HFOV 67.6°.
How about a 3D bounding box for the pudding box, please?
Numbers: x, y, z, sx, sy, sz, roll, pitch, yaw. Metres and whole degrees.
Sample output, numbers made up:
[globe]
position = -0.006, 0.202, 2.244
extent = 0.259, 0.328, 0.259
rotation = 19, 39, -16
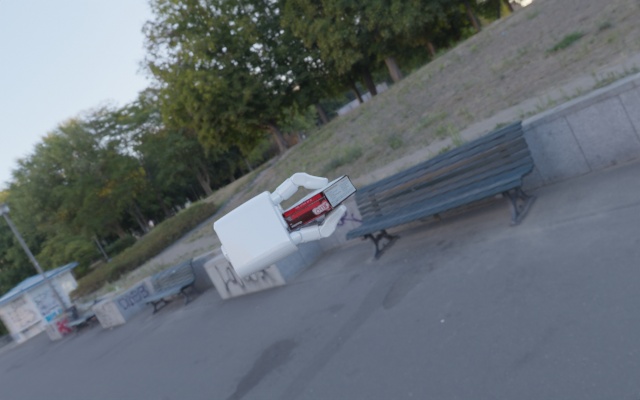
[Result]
[pudding box]
position = 0.000, 0.002, 0.797
extent = 0.090, 0.039, 0.113
rotation = -28, 5, 30
